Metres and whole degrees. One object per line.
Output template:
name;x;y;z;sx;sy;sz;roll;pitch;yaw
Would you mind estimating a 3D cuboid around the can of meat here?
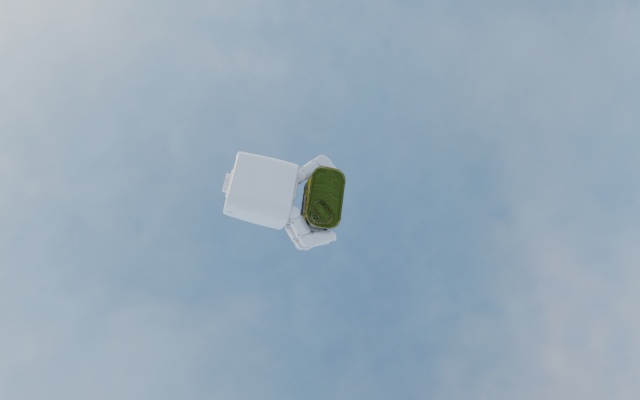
can of meat;0.000;0.003;0.811;0.057;0.102;0.084;10;-14;-11
